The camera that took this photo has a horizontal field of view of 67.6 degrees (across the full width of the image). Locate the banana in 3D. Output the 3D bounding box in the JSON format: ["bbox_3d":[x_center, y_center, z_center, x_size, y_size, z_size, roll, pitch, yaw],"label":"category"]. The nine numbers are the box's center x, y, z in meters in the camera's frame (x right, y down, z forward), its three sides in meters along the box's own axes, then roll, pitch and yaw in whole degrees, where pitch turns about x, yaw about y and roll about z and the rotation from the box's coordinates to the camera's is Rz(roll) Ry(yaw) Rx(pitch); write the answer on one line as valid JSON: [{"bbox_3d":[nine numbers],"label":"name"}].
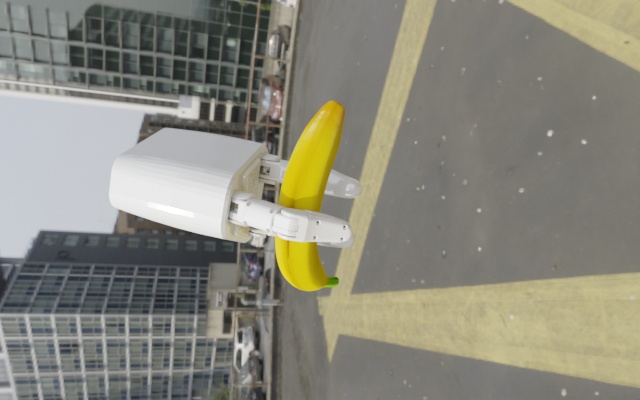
[{"bbox_3d":[-0.011,0.012,0.421,0.037,0.198,0.069,22,38,28],"label":"banana"}]
